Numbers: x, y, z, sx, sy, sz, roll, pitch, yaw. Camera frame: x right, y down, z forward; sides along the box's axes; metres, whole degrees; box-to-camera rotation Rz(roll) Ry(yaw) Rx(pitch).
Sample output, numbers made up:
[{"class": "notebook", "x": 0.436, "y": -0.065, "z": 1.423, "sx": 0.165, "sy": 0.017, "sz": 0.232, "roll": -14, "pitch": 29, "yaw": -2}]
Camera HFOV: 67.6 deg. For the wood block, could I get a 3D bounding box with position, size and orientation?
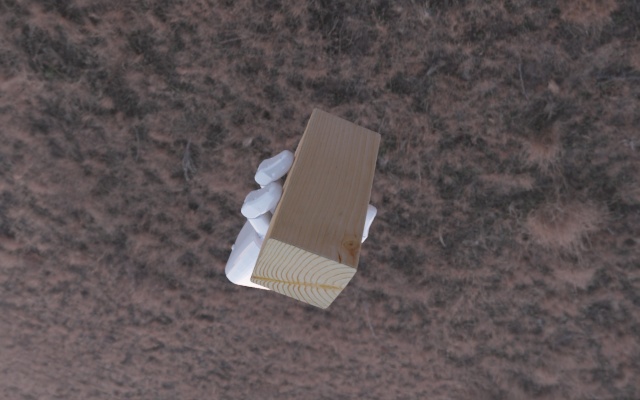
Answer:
[{"class": "wood block", "x": 0.000, "y": 0.002, "z": 0.543, "sx": 0.091, "sy": 0.206, "sz": 0.090, "roll": 21, "pitch": -42, "yaw": -7}]
